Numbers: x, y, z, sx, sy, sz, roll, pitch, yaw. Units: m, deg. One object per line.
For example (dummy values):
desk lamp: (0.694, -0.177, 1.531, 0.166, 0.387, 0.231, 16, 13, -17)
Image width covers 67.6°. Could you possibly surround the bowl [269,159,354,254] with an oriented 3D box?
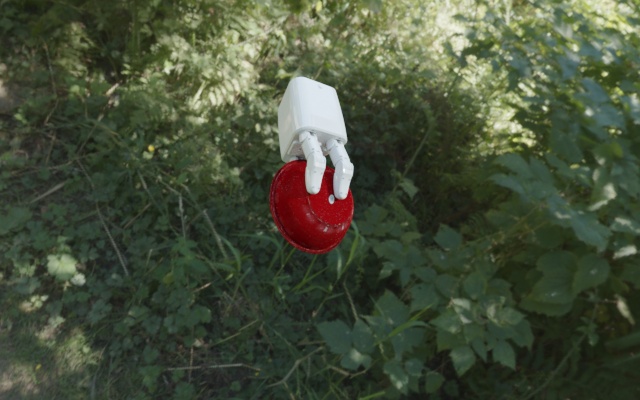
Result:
bowl: (0.001, 0.004, 0.768, 0.162, 0.162, 0.055, 0, -14, -39)
